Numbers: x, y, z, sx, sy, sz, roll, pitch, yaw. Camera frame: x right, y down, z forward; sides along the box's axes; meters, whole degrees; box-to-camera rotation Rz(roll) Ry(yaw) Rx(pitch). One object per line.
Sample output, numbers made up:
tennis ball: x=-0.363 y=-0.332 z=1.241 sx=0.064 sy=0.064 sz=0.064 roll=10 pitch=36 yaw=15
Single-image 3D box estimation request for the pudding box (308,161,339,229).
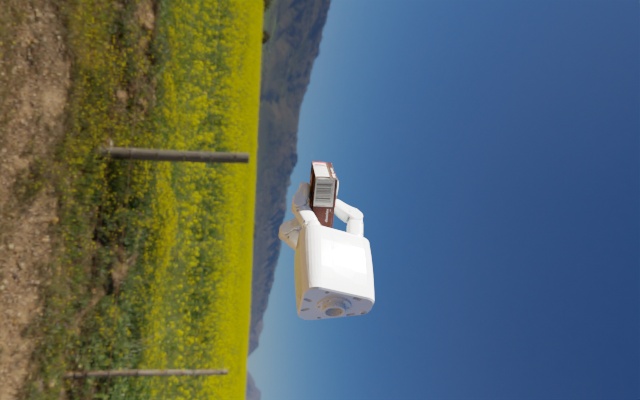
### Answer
pudding box: x=0.000 y=0.003 z=0.772 sx=0.039 sy=0.113 sz=0.090 roll=5 pitch=20 yaw=-8
